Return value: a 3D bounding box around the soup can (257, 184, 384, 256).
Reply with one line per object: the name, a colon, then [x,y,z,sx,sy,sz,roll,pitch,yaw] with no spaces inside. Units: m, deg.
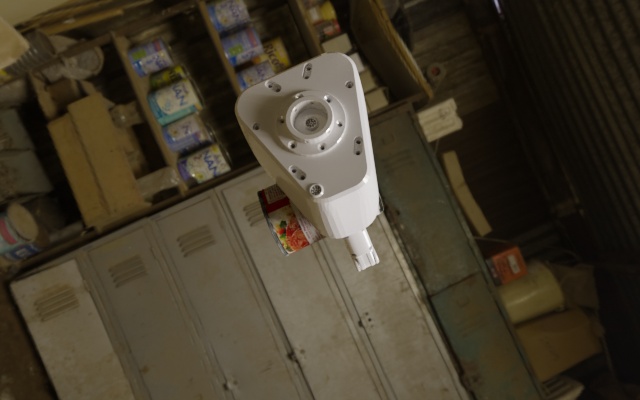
soup can: [0.000,0.002,0.455,0.102,0.068,0.068,-24,0,0]
